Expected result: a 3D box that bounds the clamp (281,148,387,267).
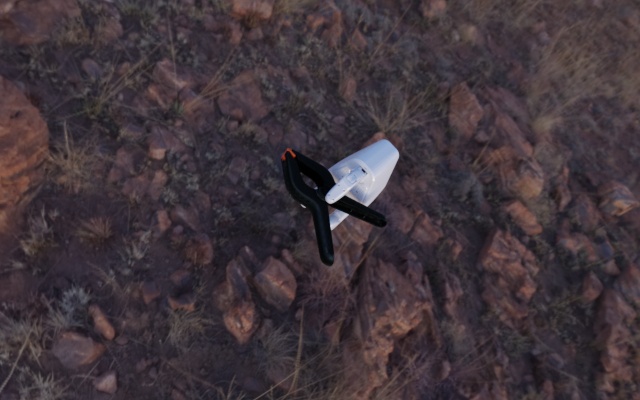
[{"bbox_3d":[0.000,0.002,0.791,0.164,0.210,0.036,-39,-7,-45],"label":"clamp"}]
